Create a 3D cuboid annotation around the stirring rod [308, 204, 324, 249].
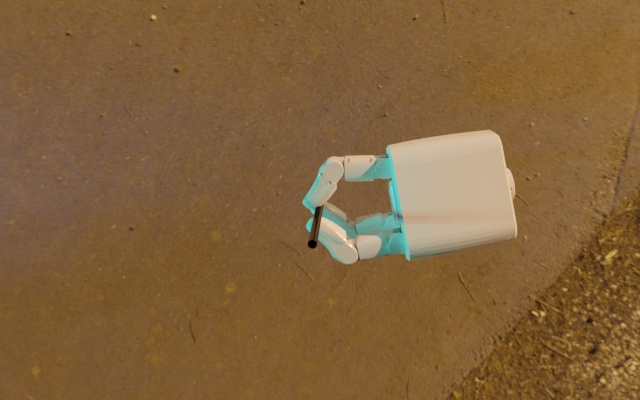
[{"bbox_3d":[0.000,0.002,0.513,0.011,0.011,0.239,0,17,3],"label":"stirring rod"}]
